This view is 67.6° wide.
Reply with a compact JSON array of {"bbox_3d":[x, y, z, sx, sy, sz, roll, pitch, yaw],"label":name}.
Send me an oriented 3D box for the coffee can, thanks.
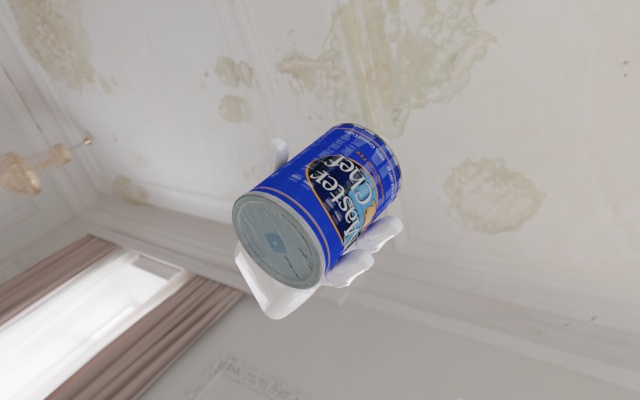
[{"bbox_3d":[0.000,0.001,0.462,0.103,0.103,0.140,0,32,44],"label":"coffee can"}]
